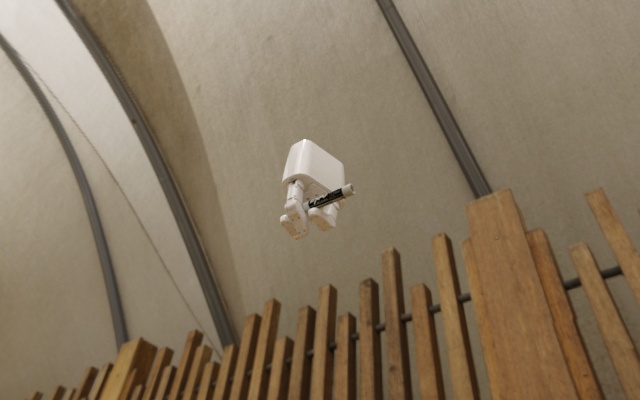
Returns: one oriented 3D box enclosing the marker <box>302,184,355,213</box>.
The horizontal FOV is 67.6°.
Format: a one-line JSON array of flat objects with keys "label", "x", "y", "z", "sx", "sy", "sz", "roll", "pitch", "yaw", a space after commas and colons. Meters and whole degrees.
[{"label": "marker", "x": 0.000, "y": 0.003, "z": 0.779, "sx": 0.121, "sy": 0.020, "sz": 0.020, "roll": -22, "pitch": -10, "yaw": 24}]
